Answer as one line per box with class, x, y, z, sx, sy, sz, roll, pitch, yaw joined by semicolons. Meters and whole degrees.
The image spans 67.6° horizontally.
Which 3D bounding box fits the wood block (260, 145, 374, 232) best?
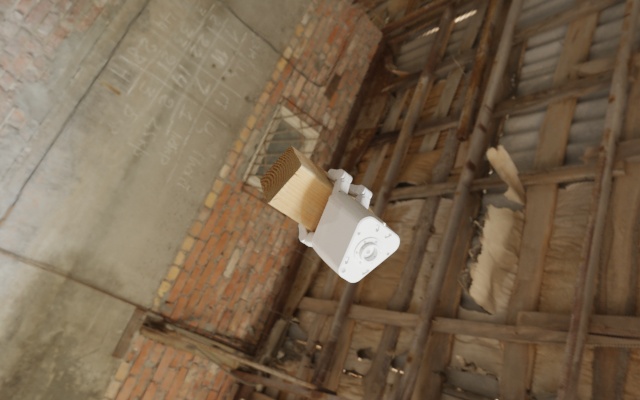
wood block;0.000;0.003;0.883;0.206;0.091;0.090;35;14;-31
